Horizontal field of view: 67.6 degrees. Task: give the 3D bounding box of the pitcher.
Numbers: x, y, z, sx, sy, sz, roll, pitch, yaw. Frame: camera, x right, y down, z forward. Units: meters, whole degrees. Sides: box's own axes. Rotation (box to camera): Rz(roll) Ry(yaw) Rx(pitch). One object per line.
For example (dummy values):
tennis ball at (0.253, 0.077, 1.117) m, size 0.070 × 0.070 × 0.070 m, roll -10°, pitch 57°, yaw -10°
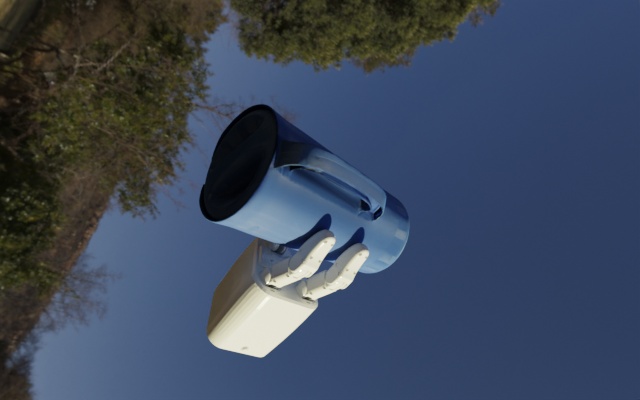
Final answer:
pitcher at (0.000, 0.002, 0.551) m, size 0.243 × 0.145 × 0.149 m, roll 27°, pitch 21°, yaw -37°
